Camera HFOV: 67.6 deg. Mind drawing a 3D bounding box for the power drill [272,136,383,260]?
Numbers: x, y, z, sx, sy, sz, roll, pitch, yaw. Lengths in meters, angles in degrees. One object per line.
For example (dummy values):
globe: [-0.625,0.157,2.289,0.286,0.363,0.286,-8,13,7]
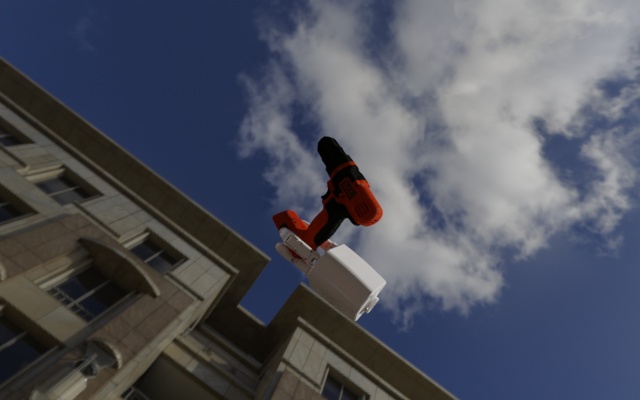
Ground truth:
power drill: [0.000,0.003,0.855,0.188,0.184,0.057,-42,-26,25]
